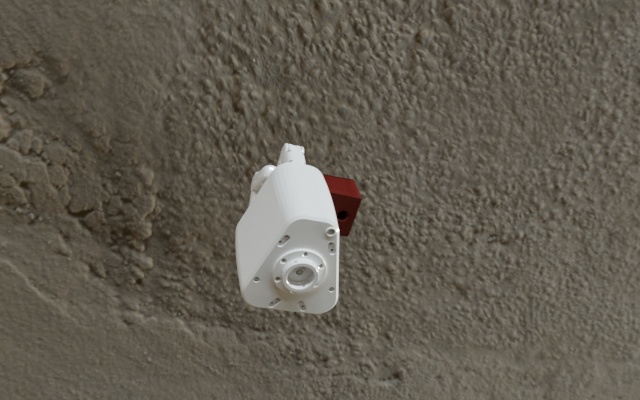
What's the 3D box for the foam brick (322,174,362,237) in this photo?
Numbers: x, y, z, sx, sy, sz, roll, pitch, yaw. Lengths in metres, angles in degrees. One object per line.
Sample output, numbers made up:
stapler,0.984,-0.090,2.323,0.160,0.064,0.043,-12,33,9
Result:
foam brick,0.000,0.002,0.547,0.078,0.053,0.051,10,26,-16
